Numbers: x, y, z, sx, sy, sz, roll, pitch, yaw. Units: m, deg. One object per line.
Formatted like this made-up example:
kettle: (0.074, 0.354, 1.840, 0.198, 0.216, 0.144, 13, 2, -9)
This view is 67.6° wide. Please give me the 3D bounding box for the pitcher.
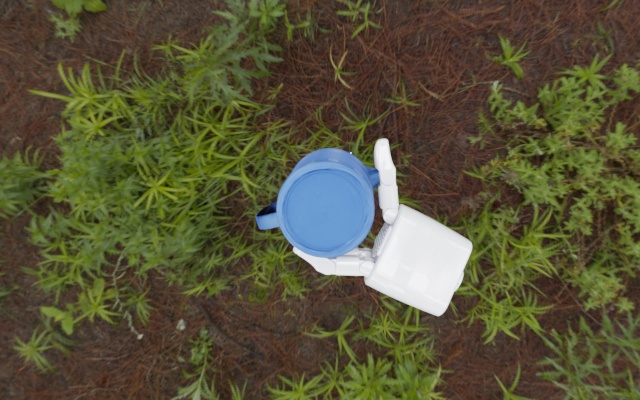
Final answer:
pitcher: (0.000, 0.002, 0.631, 0.145, 0.149, 0.243, 28, 7, 0)
